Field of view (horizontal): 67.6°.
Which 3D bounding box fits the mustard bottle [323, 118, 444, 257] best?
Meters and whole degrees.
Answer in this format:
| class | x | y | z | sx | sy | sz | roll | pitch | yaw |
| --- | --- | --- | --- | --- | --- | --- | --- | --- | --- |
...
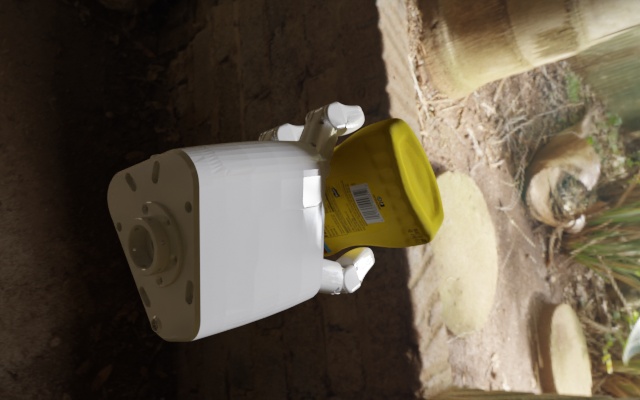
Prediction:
| class | x | y | z | sx | sy | sz | roll | pitch | yaw |
| --- | --- | --- | --- | --- | --- | --- | --- | --- | --- |
| mustard bottle | 0.000 | 0.001 | 0.407 | 0.191 | 0.096 | 0.058 | -13 | 22 | 38 |
